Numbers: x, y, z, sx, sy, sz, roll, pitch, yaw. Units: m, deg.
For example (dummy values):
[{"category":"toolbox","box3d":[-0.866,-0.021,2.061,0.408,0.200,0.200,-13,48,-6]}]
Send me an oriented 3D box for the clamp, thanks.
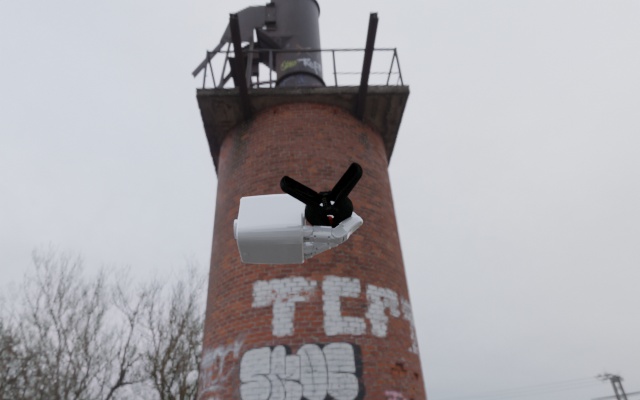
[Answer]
[{"category":"clamp","box3d":[0.000,0.002,0.748,0.120,0.039,0.172,-1,-35,-2]}]
